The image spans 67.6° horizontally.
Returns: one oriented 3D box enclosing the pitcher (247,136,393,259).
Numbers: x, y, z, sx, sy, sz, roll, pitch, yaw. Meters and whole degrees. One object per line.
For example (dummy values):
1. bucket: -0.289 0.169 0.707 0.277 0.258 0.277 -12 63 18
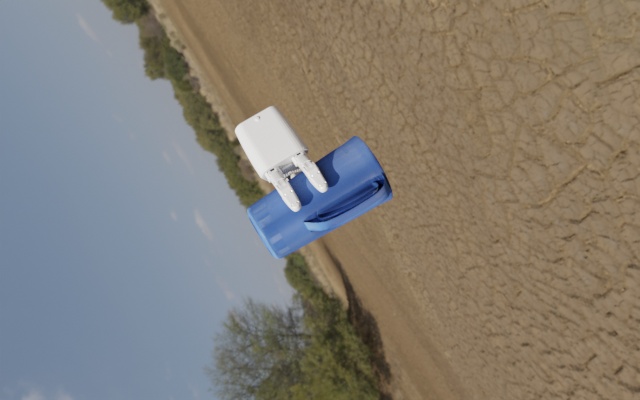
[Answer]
1. pitcher: 0.000 0.003 0.844 0.243 0.145 0.149 -31 -16 -5
